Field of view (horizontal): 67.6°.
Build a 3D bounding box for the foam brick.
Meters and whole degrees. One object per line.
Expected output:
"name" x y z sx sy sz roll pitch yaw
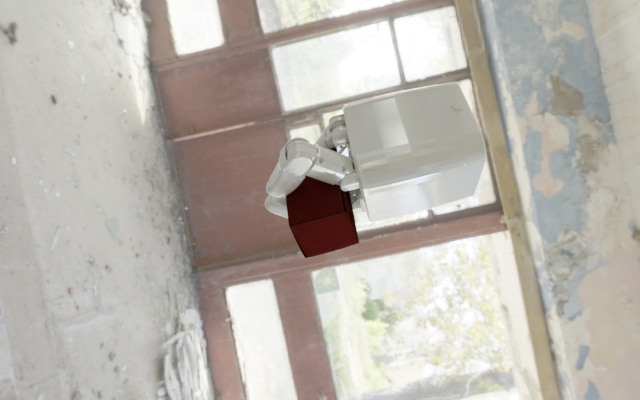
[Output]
"foam brick" 0.000 0.002 0.430 0.051 0.078 0.053 -14 -39 7
